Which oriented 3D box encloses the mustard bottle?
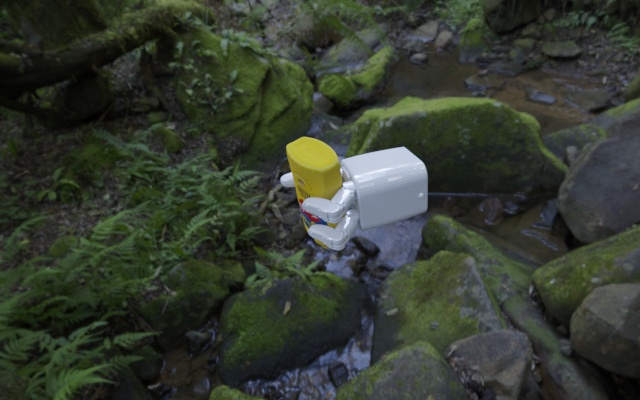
[{"bbox_3d":[0.000,0.002,0.733,0.058,0.192,0.096,-31,45,-23],"label":"mustard bottle"}]
